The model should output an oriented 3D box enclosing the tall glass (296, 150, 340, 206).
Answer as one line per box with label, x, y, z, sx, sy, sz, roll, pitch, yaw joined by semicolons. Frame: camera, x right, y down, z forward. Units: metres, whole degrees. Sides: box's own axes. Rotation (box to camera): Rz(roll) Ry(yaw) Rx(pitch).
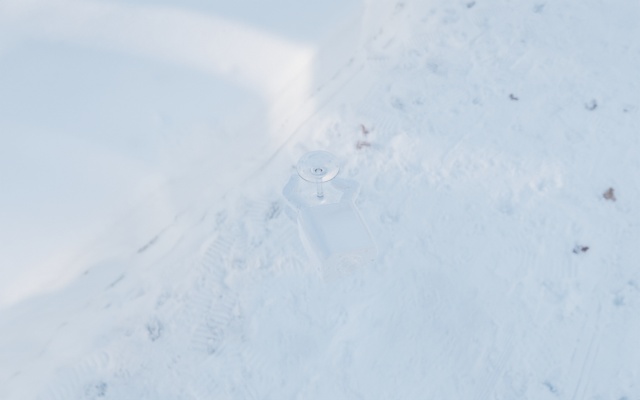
tall glass;0.000;0.002;0.887;0.079;0.079;0.201;0;-37;3
